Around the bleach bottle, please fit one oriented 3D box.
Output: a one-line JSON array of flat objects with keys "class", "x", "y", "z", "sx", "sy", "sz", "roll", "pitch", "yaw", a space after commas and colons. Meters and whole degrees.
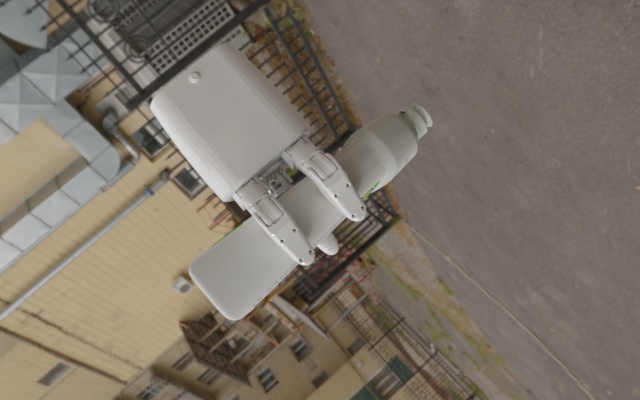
[{"class": "bleach bottle", "x": 0.000, "y": 0.001, "z": 0.441, "sx": 0.251, "sy": 0.068, "sz": 0.102, "roll": -41, "pitch": -2, "yaw": -7}]
